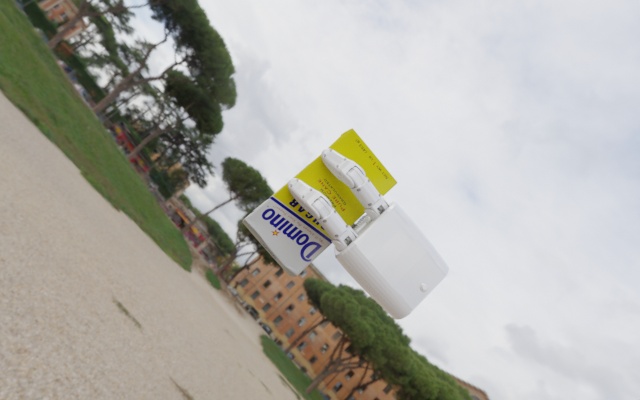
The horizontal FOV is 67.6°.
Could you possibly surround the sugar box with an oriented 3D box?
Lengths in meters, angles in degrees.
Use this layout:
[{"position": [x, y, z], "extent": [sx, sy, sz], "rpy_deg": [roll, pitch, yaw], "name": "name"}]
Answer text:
[{"position": [0.000, 0.002, 0.590], "extent": [0.176, 0.093, 0.048], "rpy_deg": [-43, 6, -15], "name": "sugar box"}]
